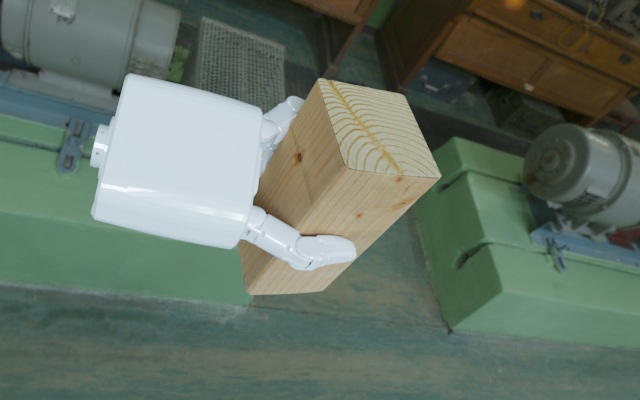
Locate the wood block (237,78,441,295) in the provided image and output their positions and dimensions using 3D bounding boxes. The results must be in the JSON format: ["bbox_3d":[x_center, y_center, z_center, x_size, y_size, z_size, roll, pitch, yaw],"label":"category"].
[{"bbox_3d":[0.000,0.002,0.438,0.090,0.090,0.206,3,-35,-30],"label":"wood block"}]
